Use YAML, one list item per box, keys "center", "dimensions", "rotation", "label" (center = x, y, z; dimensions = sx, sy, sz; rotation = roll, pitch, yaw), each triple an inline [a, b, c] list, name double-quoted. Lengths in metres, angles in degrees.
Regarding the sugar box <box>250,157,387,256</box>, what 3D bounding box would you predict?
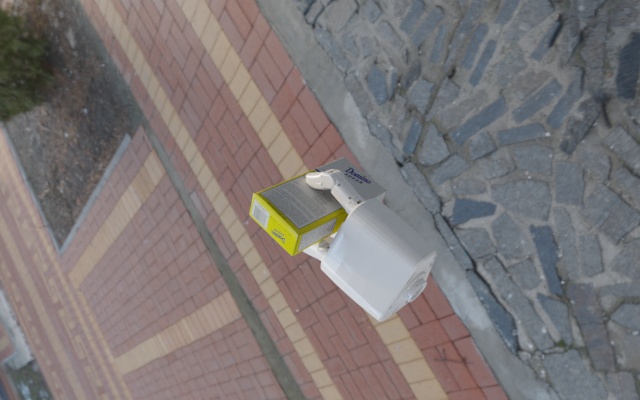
- center: [0.000, 0.003, 0.661]
  dimensions: [0.176, 0.048, 0.093]
  rotation: [-22, 53, -41]
  label: "sugar box"
